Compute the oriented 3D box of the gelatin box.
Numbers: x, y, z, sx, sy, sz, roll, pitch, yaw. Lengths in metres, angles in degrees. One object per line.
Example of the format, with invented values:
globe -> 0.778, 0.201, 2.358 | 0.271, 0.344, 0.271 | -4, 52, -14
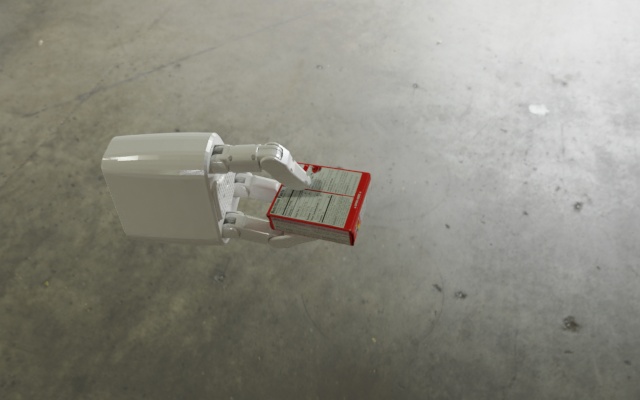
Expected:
gelatin box -> 0.000, 0.001, 0.480 | 0.089, 0.073, 0.030 | 9, -36, 17
